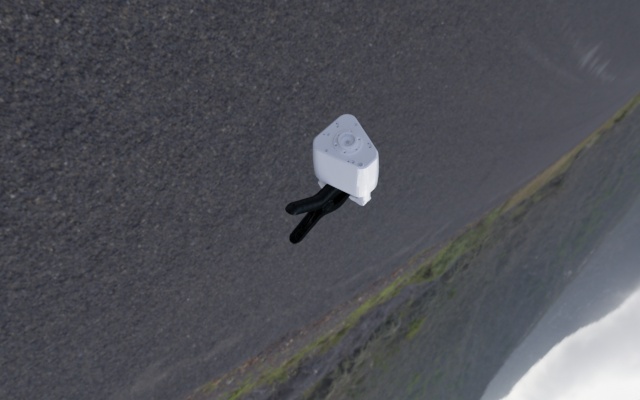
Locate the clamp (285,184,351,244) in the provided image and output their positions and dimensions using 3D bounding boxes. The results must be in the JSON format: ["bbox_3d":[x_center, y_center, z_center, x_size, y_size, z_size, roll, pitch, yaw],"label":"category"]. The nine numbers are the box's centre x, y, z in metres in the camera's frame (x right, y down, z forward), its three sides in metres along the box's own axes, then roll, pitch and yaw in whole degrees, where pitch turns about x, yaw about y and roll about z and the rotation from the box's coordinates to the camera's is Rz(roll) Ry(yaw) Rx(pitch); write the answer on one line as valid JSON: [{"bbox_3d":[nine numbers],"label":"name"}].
[{"bbox_3d":[0.001,0.003,0.897,0.039,0.171,0.120,43,-15,19],"label":"clamp"}]
